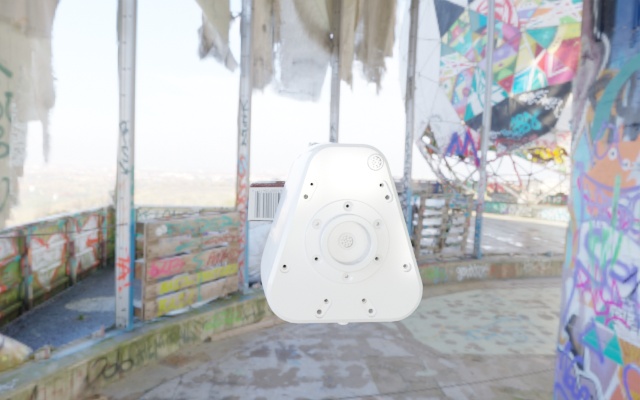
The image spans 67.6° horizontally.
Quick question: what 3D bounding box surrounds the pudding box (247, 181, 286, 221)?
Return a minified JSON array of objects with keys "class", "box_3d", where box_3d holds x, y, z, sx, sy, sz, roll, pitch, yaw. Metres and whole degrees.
[{"class":"pudding box","box_3d":[0.000,0.001,0.459,0.113,0.039,0.090,2,1,22]}]
